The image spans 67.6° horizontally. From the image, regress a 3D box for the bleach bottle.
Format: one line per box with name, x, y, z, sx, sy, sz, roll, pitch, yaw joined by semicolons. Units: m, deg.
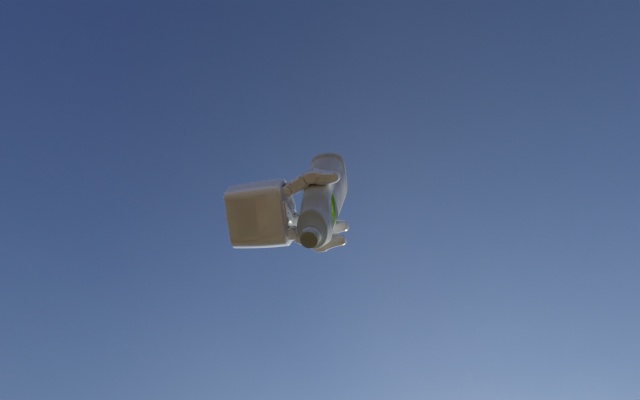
bleach bottle;0.000;0.003;0.834;0.068;0.103;0.250;-5;23;12
